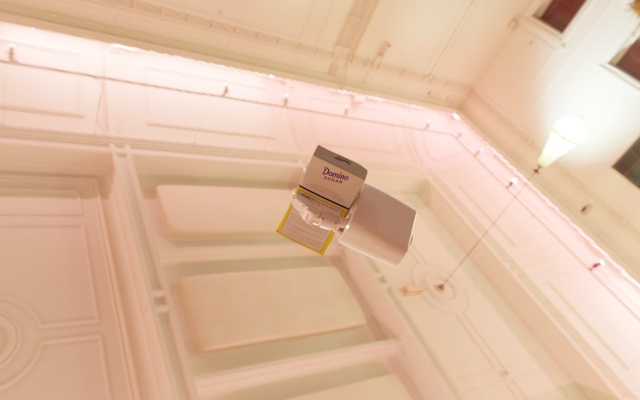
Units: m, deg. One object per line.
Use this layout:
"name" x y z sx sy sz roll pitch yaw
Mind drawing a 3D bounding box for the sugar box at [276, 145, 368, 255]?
"sugar box" 0.000 0.002 0.798 0.093 0.176 0.048 26 32 -3
